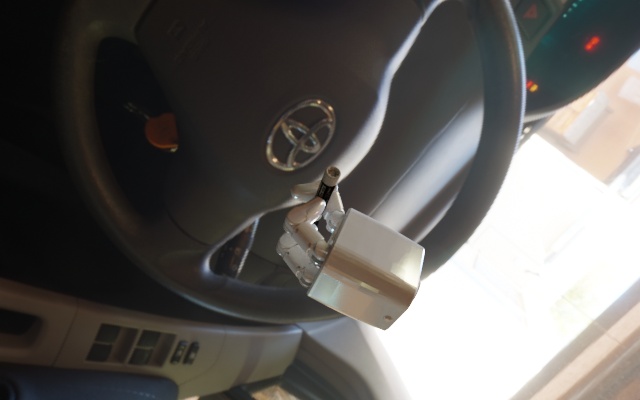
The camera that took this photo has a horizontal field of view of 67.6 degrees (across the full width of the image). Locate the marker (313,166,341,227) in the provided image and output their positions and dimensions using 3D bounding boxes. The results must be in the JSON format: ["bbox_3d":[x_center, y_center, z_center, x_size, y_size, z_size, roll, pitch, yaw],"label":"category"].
[{"bbox_3d":[0.000,0.002,0.590,0.020,0.020,0.121,0,-35,-17],"label":"marker"}]
